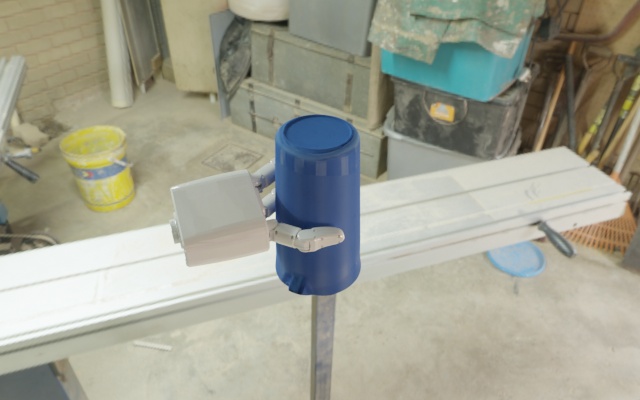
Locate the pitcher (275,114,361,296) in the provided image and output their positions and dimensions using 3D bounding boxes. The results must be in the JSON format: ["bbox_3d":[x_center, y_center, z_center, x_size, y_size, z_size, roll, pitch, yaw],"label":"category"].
[{"bbox_3d":[0.000,0.002,0.678,0.145,0.243,0.149,-12,40,-15],"label":"pitcher"}]
